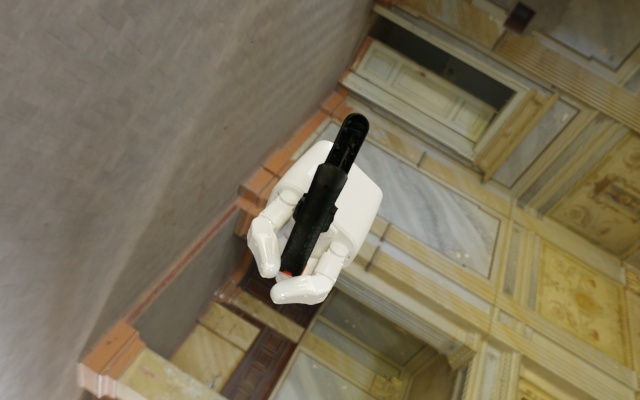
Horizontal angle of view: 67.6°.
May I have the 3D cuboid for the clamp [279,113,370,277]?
[{"bbox_3d":[0.001,0.002,0.442,0.039,0.172,0.120,31,43,4],"label":"clamp"}]
